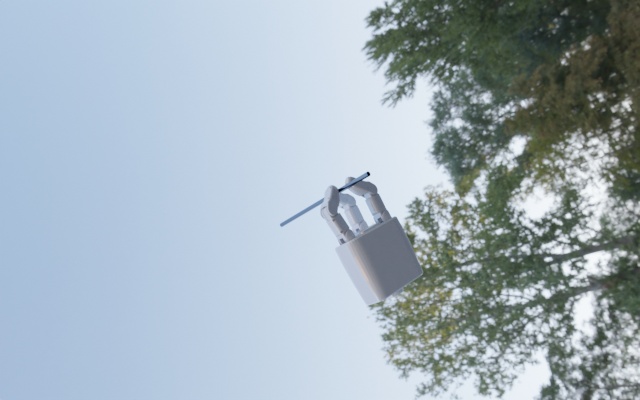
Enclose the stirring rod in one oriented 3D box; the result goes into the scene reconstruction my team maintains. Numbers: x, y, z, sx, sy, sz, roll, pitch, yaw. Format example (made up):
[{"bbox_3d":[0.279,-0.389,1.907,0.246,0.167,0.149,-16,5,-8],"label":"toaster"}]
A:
[{"bbox_3d":[0.000,0.003,0.814,0.011,0.011,0.239,0,-21,-41],"label":"stirring rod"}]
